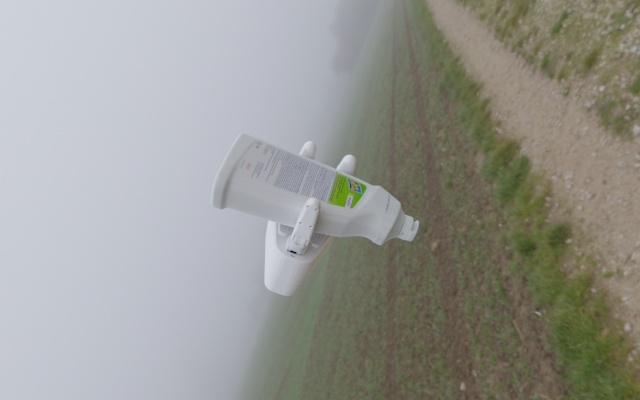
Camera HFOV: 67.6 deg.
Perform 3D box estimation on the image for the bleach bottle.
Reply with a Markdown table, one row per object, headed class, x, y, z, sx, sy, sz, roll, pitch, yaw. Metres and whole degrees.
| class | x | y | z | sx | sy | sz | roll | pitch | yaw |
| --- | --- | --- | --- | --- | --- | --- | --- | --- | --- |
| bleach bottle | 0.000 | 0.002 | 0.598 | 0.251 | 0.102 | 0.068 | 20 | -40 | -2 |
